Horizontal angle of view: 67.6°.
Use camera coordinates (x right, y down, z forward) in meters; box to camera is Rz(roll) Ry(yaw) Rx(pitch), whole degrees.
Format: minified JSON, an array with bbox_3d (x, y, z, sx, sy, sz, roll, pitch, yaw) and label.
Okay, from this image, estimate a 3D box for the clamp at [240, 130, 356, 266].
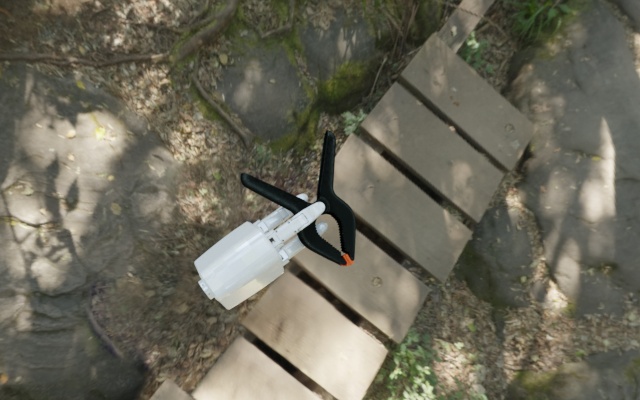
[{"bbox_3d":[0.000,0.003,0.739,0.164,0.210,0.036,-36,-1,-13],"label":"clamp"}]
